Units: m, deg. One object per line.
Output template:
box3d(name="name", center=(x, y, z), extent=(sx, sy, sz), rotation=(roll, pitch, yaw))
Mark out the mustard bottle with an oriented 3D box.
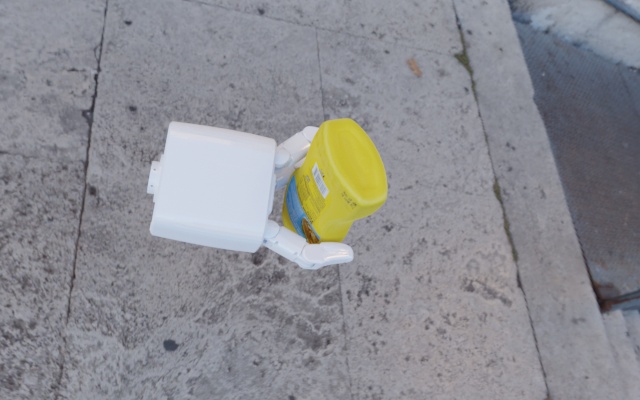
box3d(name="mustard bottle", center=(0.000, 0.002, 0.521), extent=(0.058, 0.096, 0.192), rotation=(-14, -19, -28))
